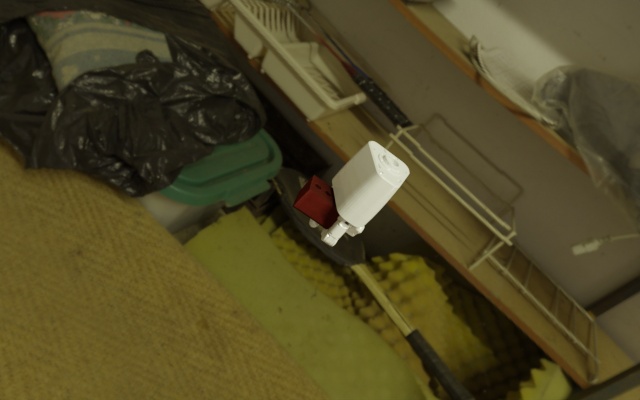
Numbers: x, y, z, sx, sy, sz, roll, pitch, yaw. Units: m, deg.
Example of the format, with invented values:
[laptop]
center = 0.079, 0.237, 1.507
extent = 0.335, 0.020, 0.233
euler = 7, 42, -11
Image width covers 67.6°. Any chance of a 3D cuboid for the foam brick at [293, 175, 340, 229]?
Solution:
[foam brick]
center = 0.000, 0.003, 0.851
extent = 0.078, 0.051, 0.053
euler = 35, 32, -12
